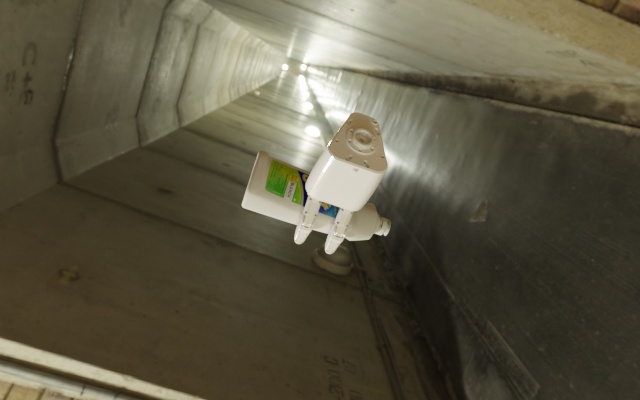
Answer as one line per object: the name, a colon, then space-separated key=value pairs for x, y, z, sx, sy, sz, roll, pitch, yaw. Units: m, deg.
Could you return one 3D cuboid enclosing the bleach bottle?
bleach bottle: x=0.000 y=0.003 z=0.813 sx=0.251 sy=0.102 sz=0.068 roll=18 pitch=-35 yaw=-9
